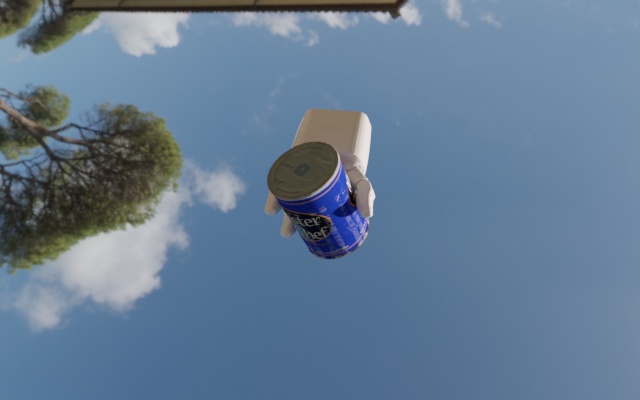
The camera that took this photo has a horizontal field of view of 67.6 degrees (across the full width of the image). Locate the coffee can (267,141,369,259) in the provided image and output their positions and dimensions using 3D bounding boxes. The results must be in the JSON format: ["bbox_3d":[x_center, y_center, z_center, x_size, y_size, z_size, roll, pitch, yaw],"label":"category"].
[{"bbox_3d":[0.000,0.002,0.675,0.103,0.102,0.140,0,-40,27],"label":"coffee can"}]
